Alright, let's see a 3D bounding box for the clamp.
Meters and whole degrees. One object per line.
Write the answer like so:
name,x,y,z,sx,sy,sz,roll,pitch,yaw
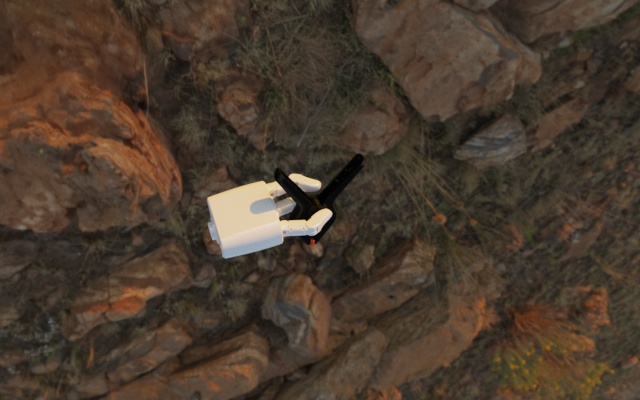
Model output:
clamp,0.000,0.004,0.865,0.164,0.210,0.036,-16,49,-15
